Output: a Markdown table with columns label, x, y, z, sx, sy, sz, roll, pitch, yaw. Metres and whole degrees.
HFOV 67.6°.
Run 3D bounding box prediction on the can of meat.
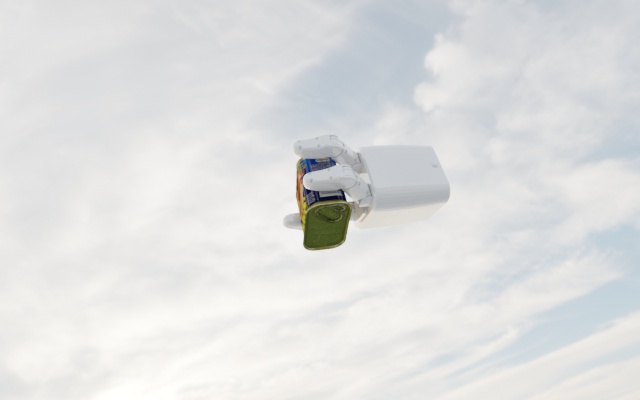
| label | x | y | z | sx | sy | sz | roll | pitch | yaw |
| --- | --- | --- | --- | --- | --- | --- | --- | --- | --- |
| can of meat | 0.000 | 0.002 | 0.615 | 0.057 | 0.084 | 0.102 | -6 | -36 | -9 |
